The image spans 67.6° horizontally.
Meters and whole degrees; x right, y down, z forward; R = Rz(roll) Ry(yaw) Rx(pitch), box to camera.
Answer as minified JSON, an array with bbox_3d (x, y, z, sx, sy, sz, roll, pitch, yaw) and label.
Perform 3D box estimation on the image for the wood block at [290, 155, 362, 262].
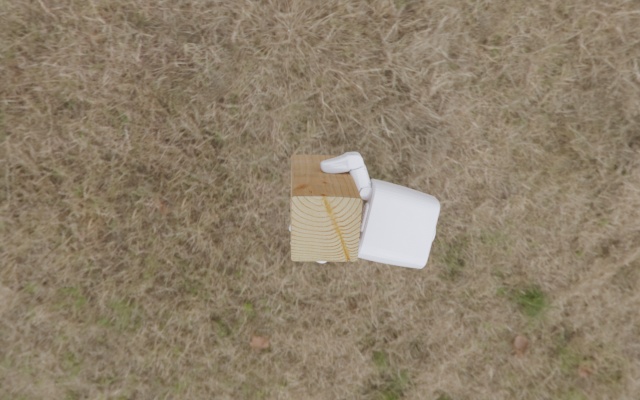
[{"bbox_3d":[0.001,0.002,0.698,0.090,0.091,0.206,1,20,-4],"label":"wood block"}]
